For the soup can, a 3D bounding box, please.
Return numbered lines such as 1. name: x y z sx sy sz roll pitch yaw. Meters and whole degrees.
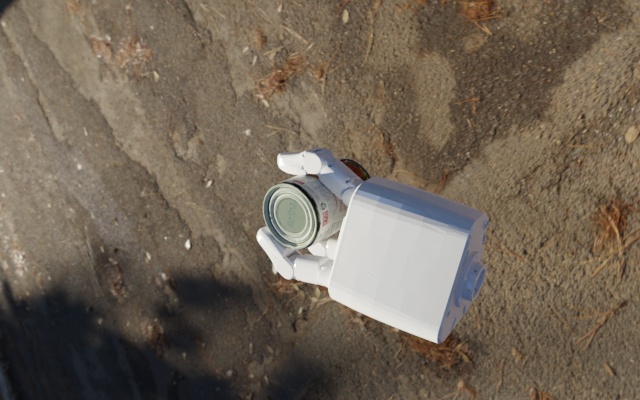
1. soup can: 0.000 0.001 0.481 0.068 0.068 0.102 0 16 37
